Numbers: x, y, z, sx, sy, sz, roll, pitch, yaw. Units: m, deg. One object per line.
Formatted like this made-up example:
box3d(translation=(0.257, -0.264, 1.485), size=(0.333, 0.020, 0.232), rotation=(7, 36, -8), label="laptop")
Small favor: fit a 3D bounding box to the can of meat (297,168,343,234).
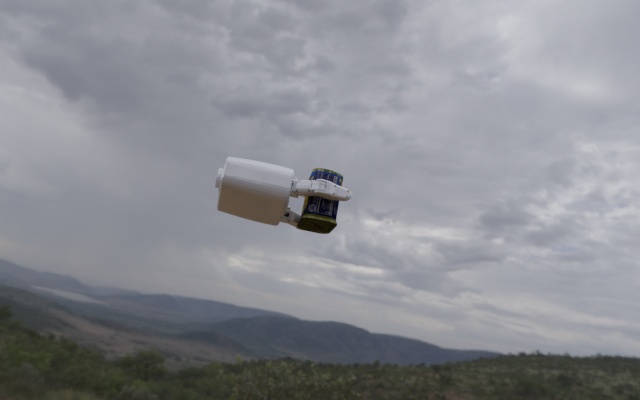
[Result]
box3d(translation=(0.000, 0.002, 0.783), size=(0.057, 0.084, 0.102), rotation=(12, -16, -6), label="can of meat")
